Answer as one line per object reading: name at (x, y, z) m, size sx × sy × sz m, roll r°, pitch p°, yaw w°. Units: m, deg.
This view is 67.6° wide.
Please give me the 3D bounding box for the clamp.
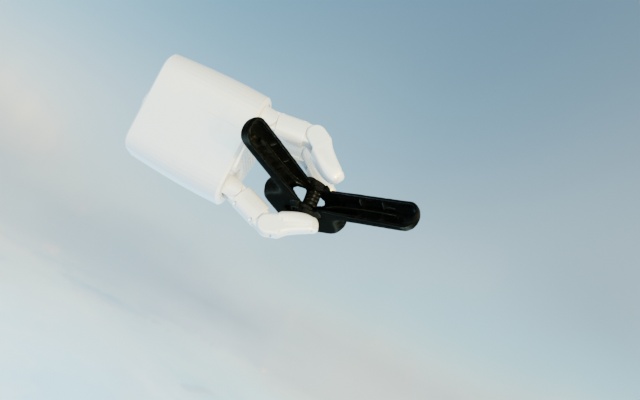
clamp at (-0.001, 0.002, 0.475) m, size 0.164 × 0.036 × 0.210 m, roll 28°, pitch -17°, yaw 1°
